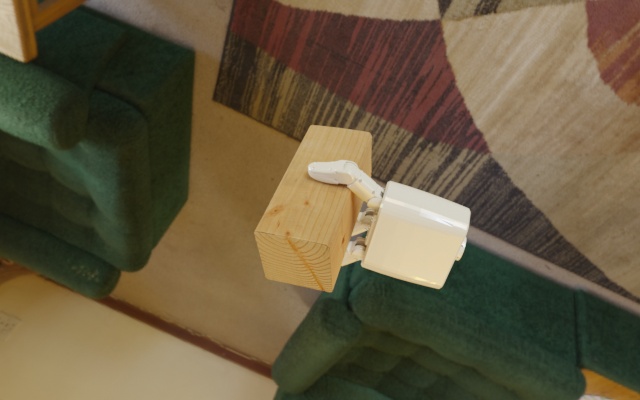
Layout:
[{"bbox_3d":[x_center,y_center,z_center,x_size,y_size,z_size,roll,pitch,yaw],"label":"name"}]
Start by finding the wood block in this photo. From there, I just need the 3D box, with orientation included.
[{"bbox_3d":[0.000,0.002,0.620,0.090,0.091,0.206,10,47,14],"label":"wood block"}]
